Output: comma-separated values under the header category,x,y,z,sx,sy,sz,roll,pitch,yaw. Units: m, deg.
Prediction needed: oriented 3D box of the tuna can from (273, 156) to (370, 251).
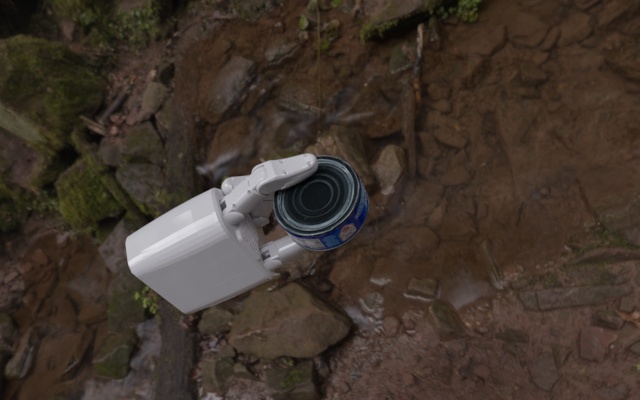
category,x,y,z,sx,sy,sz,roll,pitch,yaw
tuna can,0.000,0.001,0.443,0.086,0.086,0.034,0,-28,21
